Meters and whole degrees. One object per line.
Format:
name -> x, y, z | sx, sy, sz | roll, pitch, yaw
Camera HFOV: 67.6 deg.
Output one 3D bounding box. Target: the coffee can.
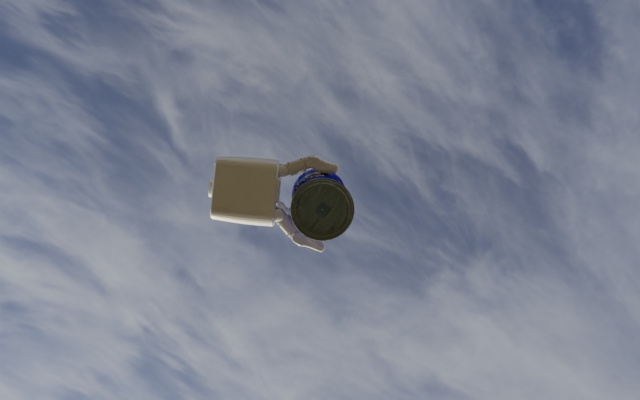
coffee can -> 0.000, 0.003, 0.827 | 0.103, 0.103, 0.140 | 0, 10, -3
